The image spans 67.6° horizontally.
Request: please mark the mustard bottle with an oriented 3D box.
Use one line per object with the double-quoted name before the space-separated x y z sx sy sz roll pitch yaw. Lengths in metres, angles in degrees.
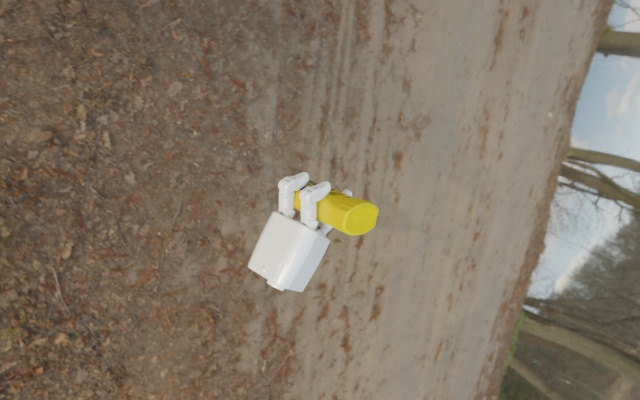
"mustard bottle" 0.000 0.002 0.834 0.191 0.058 0.096 23 18 38
